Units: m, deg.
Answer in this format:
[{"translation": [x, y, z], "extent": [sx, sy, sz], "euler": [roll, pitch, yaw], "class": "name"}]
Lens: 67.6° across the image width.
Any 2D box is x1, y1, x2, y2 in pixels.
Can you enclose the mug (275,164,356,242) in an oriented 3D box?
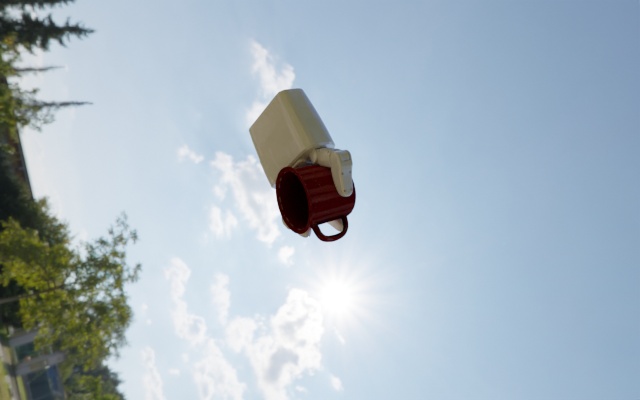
[{"translation": [0.001, 0.003, 0.658], "extent": [0.081, 0.117, 0.093], "euler": [-14, -23, -31], "class": "mug"}]
